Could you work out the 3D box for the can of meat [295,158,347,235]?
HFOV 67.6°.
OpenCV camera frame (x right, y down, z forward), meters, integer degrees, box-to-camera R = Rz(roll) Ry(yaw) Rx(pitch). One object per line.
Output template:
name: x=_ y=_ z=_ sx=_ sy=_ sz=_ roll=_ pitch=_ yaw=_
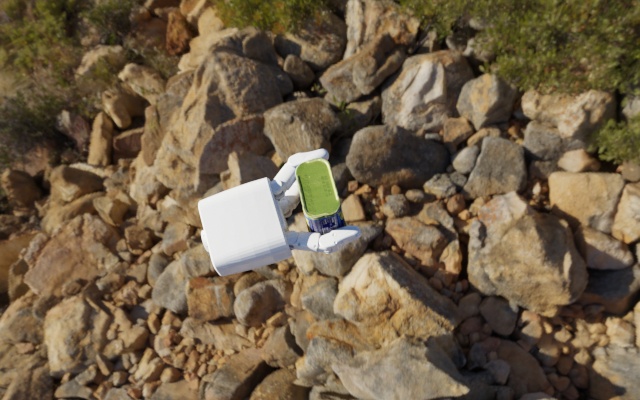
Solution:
can of meat: x=0.000 y=0.002 z=0.684 sx=0.057 sy=0.102 sz=0.084 roll=-15 pitch=-32 yaw=0
